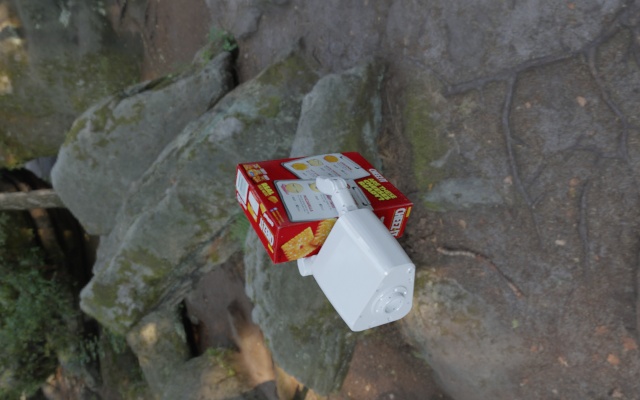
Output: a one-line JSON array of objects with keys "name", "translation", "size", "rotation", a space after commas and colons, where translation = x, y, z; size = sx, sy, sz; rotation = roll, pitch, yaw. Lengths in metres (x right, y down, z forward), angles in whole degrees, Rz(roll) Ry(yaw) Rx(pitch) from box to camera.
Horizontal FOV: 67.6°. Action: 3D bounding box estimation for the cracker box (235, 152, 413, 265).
[{"name": "cracker box", "translation": [0.000, 0.002, 0.712], "size": [0.213, 0.072, 0.164], "rotation": [-8, 38, -27]}]
